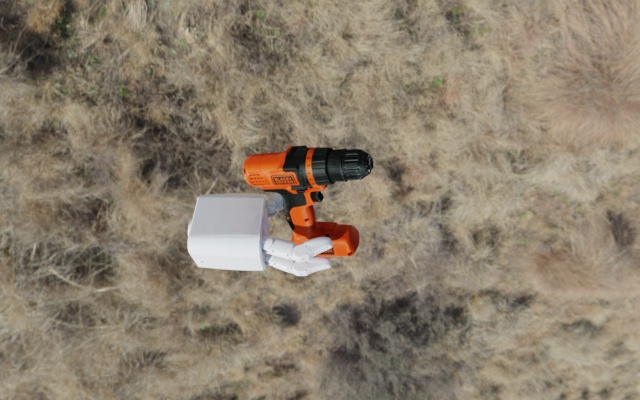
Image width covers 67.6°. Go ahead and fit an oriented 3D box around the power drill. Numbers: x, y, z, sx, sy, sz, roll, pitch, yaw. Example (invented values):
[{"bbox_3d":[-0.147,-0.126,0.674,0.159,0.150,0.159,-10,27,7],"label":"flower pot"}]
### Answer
[{"bbox_3d":[0.000,0.003,0.688,0.184,0.188,0.057,0,43,23],"label":"power drill"}]
